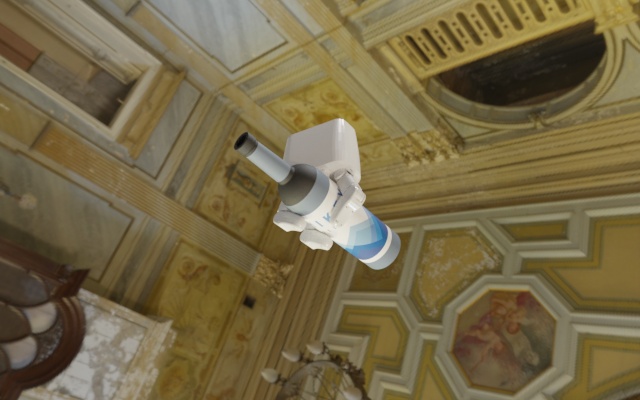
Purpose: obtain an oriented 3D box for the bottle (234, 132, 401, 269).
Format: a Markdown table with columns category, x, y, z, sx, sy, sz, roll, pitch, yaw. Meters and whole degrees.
| category | x | y | z | sx | sy | sz | roll | pitch | yaw |
| --- | --- | --- | --- | --- | --- | --- | --- | --- | --- |
| bottle | 0.000 | 0.002 | 0.666 | 0.296 | 0.069 | 0.069 | 38 | -23 | -33 |
